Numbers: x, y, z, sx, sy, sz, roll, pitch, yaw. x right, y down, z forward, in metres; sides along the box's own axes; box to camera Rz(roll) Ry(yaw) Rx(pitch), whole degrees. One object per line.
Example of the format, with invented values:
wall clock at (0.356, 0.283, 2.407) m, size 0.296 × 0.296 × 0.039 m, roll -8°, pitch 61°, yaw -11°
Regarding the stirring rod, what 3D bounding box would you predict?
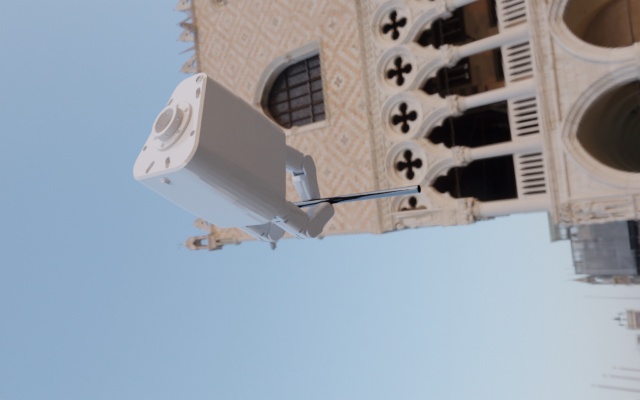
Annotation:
stirring rod at (0.000, 0.002, 0.525) m, size 0.239 × 0.011 × 0.011 m, roll -8°, pitch -5°, yaw 39°
